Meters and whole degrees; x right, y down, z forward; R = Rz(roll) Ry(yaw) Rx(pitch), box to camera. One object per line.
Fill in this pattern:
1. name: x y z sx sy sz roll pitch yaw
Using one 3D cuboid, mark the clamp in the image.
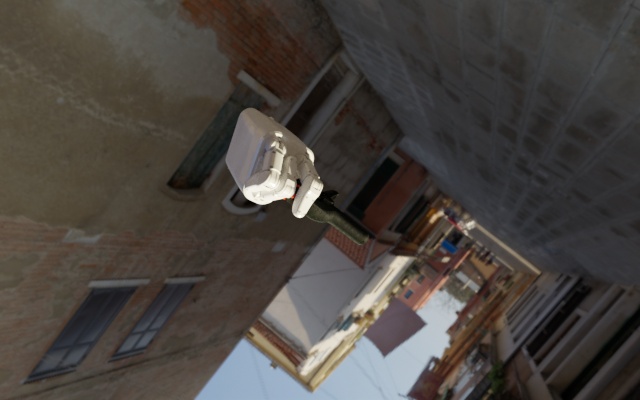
1. clamp: 0.000 0.003 0.754 0.171 0.039 0.120 32 13 -41
